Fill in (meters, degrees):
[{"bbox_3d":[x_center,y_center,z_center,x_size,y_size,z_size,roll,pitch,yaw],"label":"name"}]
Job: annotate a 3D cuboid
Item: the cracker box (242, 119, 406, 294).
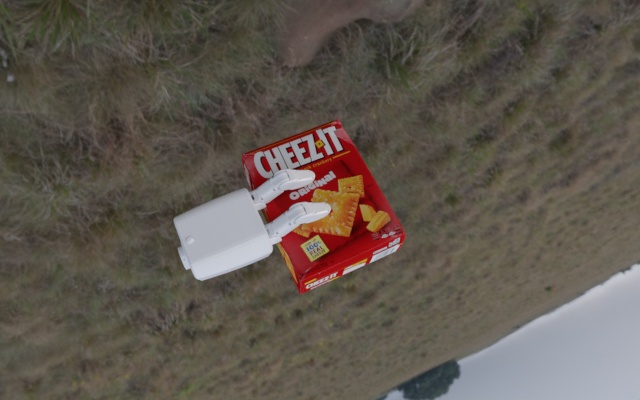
[{"bbox_3d":[0.000,0.003,0.695,0.164,0.213,0.072,-22,-23,-13],"label":"cracker box"}]
